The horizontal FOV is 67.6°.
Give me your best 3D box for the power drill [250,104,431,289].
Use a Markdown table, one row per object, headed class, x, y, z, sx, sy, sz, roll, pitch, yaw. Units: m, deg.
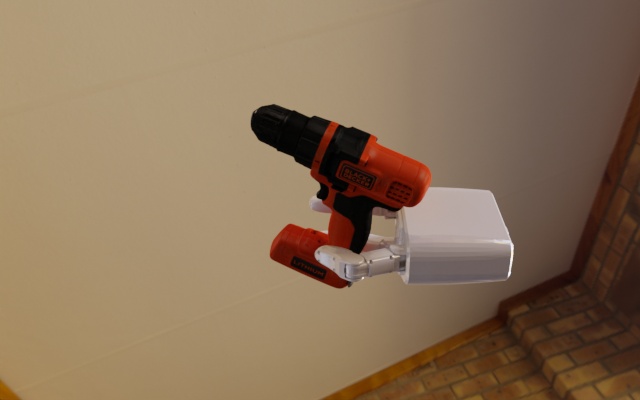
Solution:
| class | x | y | z | sx | sy | sz | roll | pitch | yaw |
| --- | --- | --- | --- | --- | --- | --- | --- | --- | --- |
| power drill | 0.000 | 0.002 | 0.508 | 0.184 | 0.188 | 0.057 | 24 | 43 | 5 |
